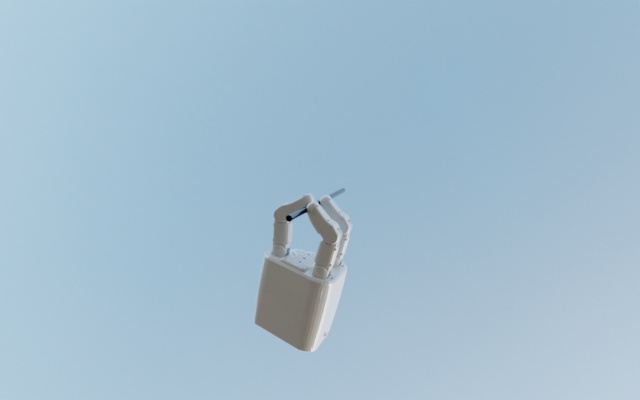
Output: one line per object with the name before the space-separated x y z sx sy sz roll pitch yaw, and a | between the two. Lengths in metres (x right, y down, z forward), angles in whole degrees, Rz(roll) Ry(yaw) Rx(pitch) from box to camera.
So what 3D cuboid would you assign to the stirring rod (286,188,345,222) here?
stirring rod | 0.000 0.002 0.666 0.011 0.011 0.239 0 9 18
